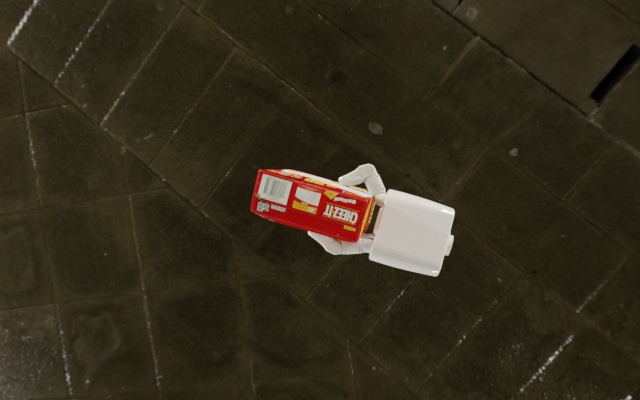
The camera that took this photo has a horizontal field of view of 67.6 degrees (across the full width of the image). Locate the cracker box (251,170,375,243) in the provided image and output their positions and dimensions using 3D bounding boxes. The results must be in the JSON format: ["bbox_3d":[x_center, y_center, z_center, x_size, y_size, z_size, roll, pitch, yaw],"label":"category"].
[{"bbox_3d":[0.000,0.002,0.769,0.164,0.072,0.213,16,6,9],"label":"cracker box"}]
